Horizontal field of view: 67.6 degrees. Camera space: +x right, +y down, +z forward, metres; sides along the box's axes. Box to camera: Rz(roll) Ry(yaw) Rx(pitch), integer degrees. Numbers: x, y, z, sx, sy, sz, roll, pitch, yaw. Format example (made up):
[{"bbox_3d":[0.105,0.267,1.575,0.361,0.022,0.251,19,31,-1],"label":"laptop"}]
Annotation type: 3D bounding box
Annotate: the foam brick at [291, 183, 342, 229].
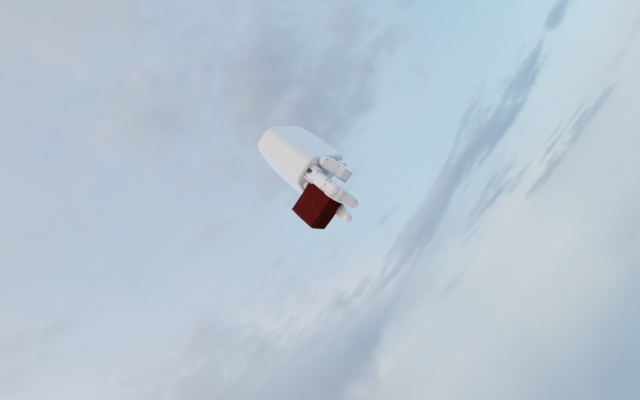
[{"bbox_3d":[0.000,0.003,0.798,0.051,0.078,0.053,38,9,22],"label":"foam brick"}]
